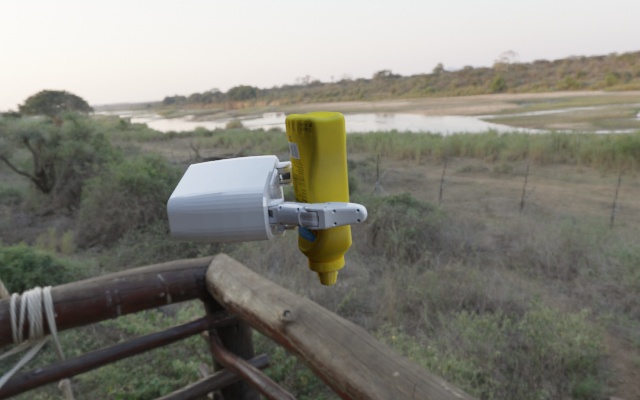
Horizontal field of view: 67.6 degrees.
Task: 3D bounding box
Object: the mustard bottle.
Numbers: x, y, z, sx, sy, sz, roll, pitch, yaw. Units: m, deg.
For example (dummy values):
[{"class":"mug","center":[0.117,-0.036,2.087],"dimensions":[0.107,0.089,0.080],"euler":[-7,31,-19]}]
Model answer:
[{"class":"mustard bottle","center":[0.000,0.001,0.523],"dimensions":[0.058,0.192,0.096],"euler":[-9,14,-19]}]
